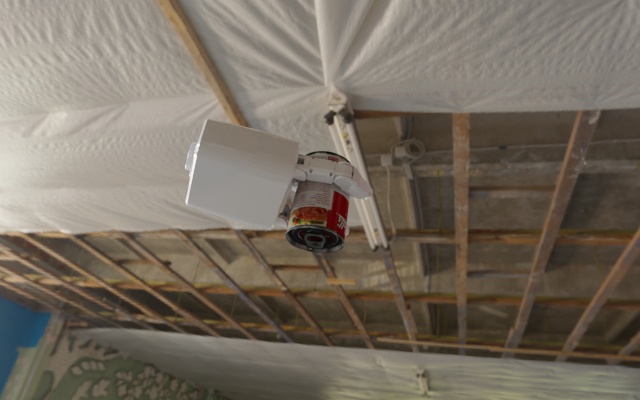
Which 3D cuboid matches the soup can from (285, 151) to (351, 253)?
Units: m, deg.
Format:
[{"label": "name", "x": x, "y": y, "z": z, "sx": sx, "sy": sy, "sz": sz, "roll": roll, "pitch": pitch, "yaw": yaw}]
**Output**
[{"label": "soup can", "x": 0.001, "y": 0.002, "z": 0.562, "sx": 0.068, "sy": 0.102, "sz": 0.068, "roll": 7, "pitch": -29, "yaw": 4}]
